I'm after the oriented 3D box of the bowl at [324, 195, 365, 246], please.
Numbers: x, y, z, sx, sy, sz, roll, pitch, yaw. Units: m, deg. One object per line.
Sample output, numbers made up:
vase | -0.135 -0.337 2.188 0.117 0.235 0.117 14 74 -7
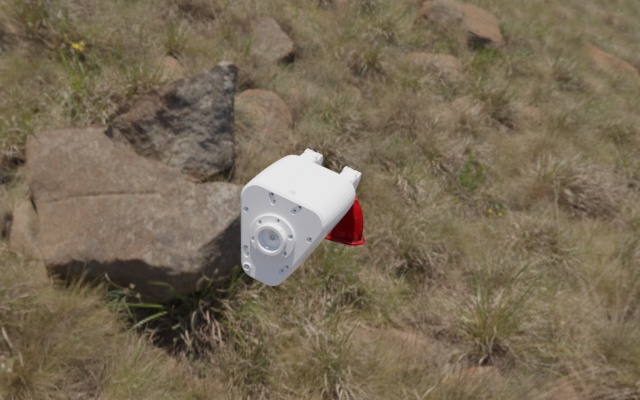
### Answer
bowl | 0.000 0.002 0.677 0.162 0.055 0.162 23 10 -5
